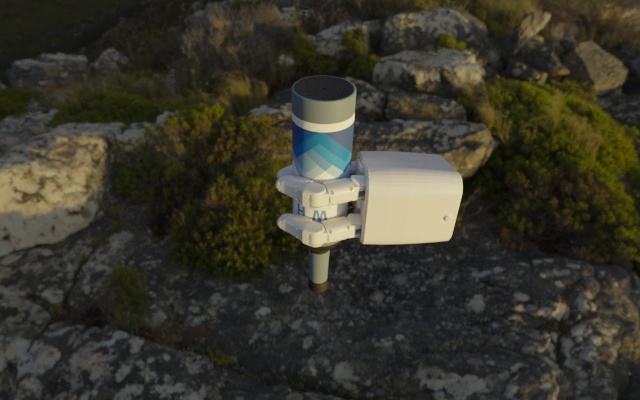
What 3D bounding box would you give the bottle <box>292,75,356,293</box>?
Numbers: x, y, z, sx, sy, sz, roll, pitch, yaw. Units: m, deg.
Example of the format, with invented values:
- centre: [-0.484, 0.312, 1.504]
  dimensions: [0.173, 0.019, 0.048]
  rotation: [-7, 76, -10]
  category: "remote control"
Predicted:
- centre: [0.000, 0.002, 0.577]
  dimensions: [0.069, 0.296, 0.069]
  rotation: [1, 37, -1]
  category: "bottle"
